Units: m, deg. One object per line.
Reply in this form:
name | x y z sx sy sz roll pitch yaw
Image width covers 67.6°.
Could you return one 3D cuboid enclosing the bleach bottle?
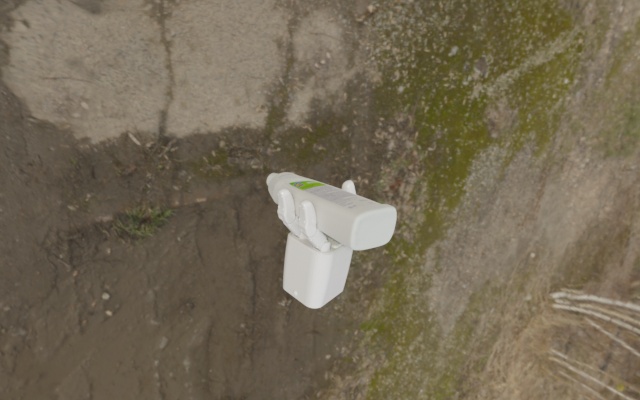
bleach bottle | 0.000 0.003 0.801 0.102 0.068 0.250 -8 25 -41
